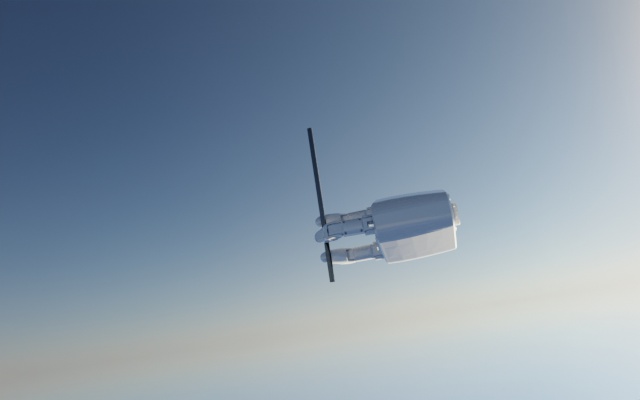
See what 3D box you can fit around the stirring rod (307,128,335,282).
[{"bbox_3d":[0.000,0.002,0.718,0.011,0.239,0.011,-8,-15,-2],"label":"stirring rod"}]
